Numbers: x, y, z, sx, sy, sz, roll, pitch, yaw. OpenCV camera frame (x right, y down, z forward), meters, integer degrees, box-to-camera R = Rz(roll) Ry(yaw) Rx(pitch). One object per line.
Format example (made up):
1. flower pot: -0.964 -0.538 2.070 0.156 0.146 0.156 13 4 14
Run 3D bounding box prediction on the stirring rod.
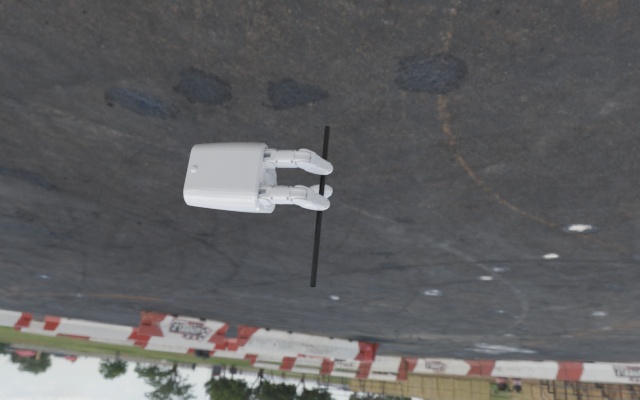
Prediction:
1. stirring rod: 0.000 0.002 0.678 0.011 0.239 0.011 5 -20 2
